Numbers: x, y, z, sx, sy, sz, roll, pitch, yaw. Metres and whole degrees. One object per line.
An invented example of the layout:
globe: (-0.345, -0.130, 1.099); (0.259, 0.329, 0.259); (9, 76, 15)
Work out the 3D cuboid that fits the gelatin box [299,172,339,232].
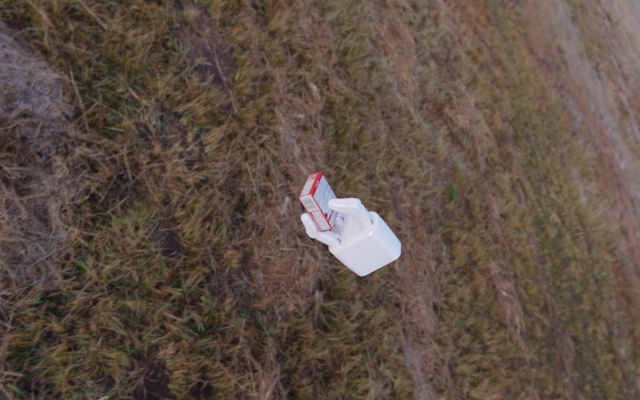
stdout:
gelatin box: (0.000, 0.003, 0.897); (0.030, 0.089, 0.073); (-14, 32, 28)
